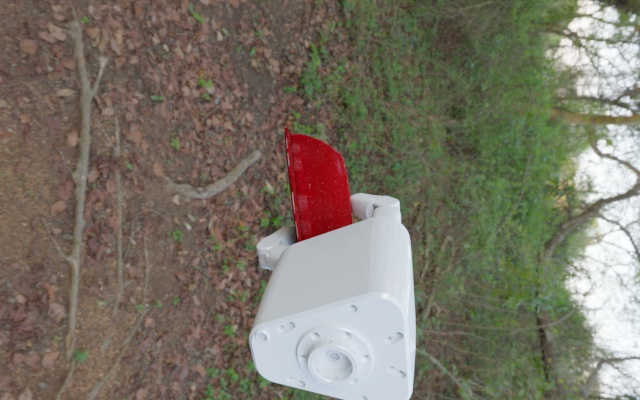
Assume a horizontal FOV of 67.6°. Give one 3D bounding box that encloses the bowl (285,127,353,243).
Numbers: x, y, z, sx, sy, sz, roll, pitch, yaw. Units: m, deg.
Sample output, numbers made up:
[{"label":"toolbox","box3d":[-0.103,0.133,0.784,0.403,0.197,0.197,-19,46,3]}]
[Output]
[{"label":"bowl","box3d":[0.000,0.001,0.494,0.055,0.162,0.162,-7,0,-2]}]
